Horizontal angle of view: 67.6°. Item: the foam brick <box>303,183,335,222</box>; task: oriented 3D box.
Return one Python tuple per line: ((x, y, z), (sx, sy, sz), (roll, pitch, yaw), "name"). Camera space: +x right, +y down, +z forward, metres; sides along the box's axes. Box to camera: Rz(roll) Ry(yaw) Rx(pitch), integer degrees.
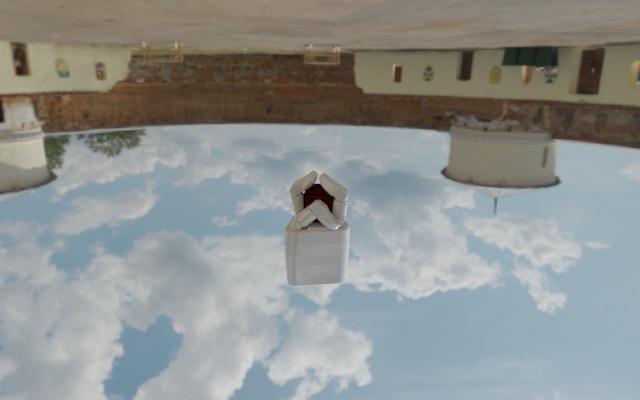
((0.000, 0.003, 0.868), (0.053, 0.051, 0.078), (2, 16, 8), "foam brick")
